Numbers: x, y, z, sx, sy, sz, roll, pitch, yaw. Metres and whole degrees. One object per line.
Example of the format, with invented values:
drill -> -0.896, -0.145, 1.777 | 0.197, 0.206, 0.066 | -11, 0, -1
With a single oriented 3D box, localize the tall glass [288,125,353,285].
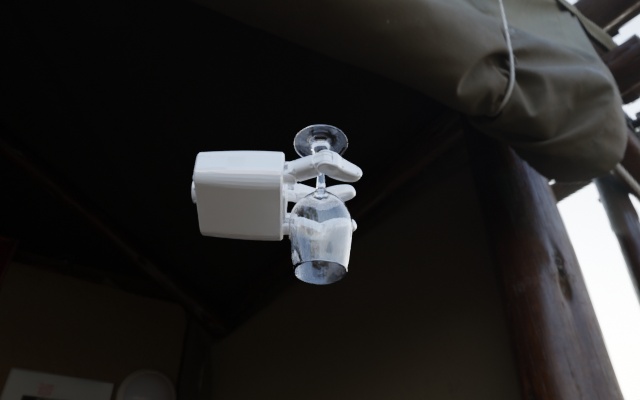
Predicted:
tall glass -> 0.000, 0.001, 0.600 | 0.079, 0.200, 0.079 | 0, -36, 0
